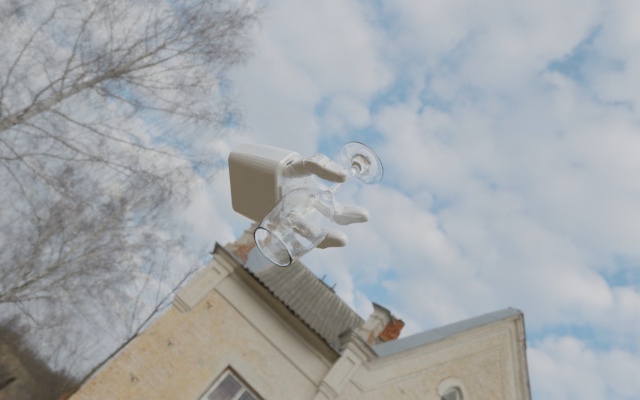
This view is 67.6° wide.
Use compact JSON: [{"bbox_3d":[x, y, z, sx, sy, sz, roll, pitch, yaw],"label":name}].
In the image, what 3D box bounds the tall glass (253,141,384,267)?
[{"bbox_3d":[0.001,0.002,0.640,0.079,0.079,0.201,0,34,47],"label":"tall glass"}]
